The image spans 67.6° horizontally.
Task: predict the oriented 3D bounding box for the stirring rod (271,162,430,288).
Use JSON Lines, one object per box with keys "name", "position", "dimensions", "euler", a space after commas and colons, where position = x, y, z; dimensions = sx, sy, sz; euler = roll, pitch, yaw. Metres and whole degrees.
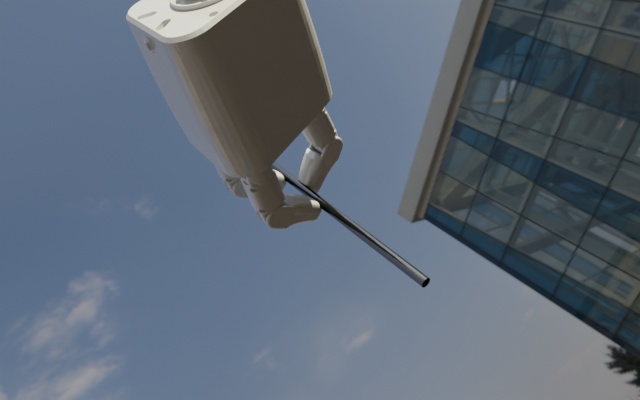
{"name": "stirring rod", "position": [0.000, 0.001, 0.406], "dimensions": [0.011, 0.011, 0.239], "euler": [0, 27, -43]}
